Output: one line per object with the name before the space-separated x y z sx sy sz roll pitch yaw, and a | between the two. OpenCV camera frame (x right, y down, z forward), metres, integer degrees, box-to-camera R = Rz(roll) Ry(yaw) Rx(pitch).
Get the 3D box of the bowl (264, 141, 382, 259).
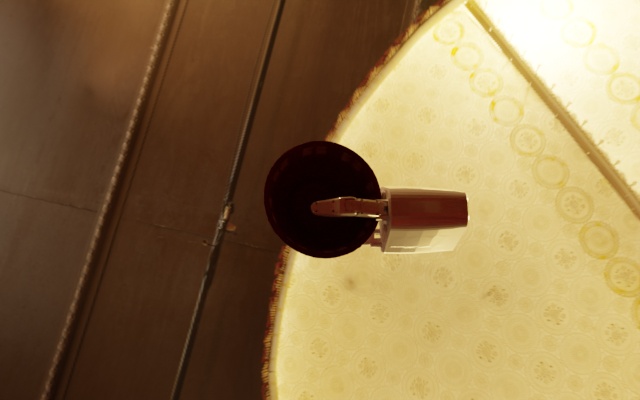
bowl | -0.001 0.002 0.660 0.162 0.162 0.055 0 -13 -11
